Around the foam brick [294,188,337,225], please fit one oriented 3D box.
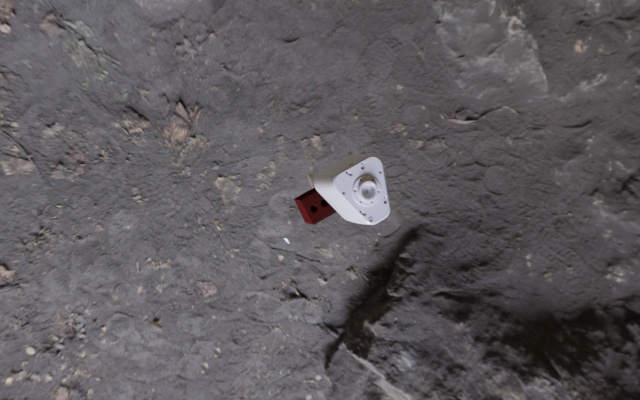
[{"bbox_3d":[0.000,0.003,0.881,0.078,0.053,0.051,-30,11,-12],"label":"foam brick"}]
